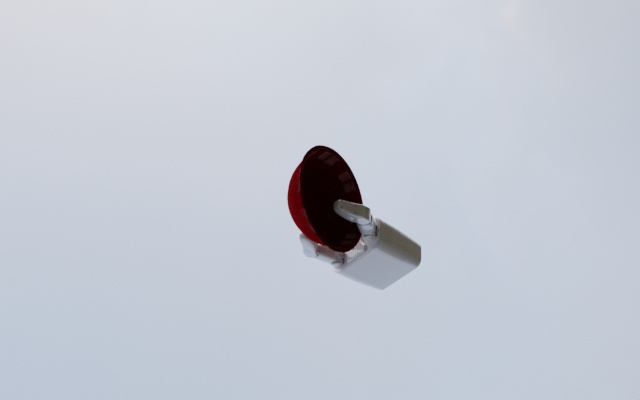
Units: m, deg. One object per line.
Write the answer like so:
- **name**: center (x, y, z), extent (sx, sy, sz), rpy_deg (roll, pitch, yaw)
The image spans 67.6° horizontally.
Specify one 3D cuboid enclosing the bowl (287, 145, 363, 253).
- **bowl**: center (-0.001, 0.002, 0.712), extent (0.055, 0.162, 0.162), rpy_deg (-16, -9, 33)
